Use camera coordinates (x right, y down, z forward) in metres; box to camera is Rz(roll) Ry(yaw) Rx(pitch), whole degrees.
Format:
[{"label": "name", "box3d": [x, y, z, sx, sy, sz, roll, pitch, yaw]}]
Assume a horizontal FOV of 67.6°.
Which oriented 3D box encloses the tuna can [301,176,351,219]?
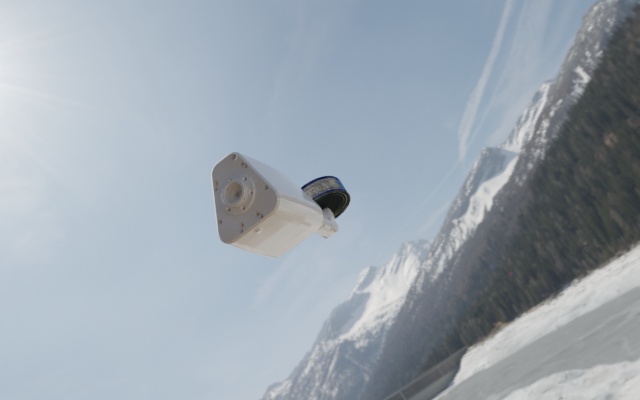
[{"label": "tuna can", "box3d": [0.000, 0.002, 0.718, 0.086, 0.033, 0.086, -23, -30, -14]}]
